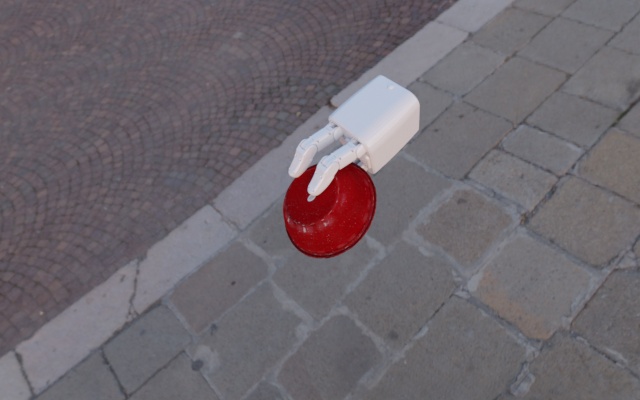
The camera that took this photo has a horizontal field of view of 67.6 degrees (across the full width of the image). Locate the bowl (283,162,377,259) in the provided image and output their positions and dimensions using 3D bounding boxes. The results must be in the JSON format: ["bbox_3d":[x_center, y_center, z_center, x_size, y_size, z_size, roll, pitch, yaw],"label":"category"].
[{"bbox_3d":[-0.001,0.003,0.717,0.162,0.162,0.055,0,-21,32],"label":"bowl"}]
